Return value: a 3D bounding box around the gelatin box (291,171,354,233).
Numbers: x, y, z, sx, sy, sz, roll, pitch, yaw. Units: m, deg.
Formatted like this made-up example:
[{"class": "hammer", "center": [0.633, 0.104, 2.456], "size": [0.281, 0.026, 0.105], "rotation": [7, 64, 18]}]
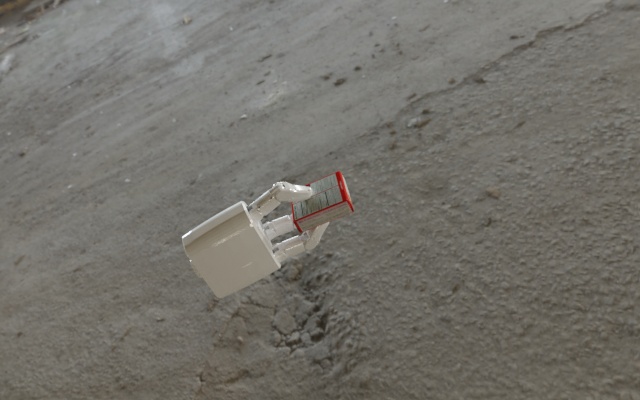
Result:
[{"class": "gelatin box", "center": [0.000, 0.002, 0.720], "size": [0.089, 0.030, 0.073], "rotation": [-23, 38, 9]}]
